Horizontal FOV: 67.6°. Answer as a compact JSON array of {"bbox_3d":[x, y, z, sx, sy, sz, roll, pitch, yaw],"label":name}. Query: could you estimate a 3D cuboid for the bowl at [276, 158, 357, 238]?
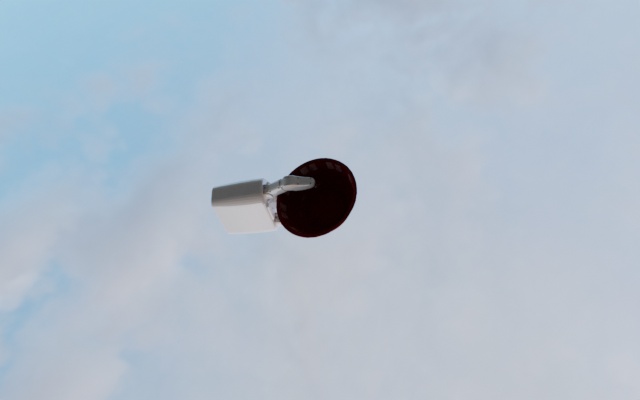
[{"bbox_3d":[0.002,0.003,0.894,0.162,0.162,0.055,0,-24,25],"label":"bowl"}]
